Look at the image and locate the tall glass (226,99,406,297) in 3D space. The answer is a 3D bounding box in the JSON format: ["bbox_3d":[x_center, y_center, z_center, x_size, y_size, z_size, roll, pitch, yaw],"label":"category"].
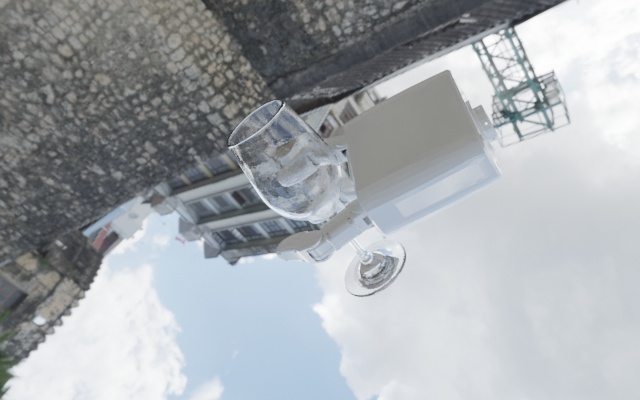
[{"bbox_3d":[0.000,0.002,0.451,0.079,0.079,0.201,0,-43,52],"label":"tall glass"}]
